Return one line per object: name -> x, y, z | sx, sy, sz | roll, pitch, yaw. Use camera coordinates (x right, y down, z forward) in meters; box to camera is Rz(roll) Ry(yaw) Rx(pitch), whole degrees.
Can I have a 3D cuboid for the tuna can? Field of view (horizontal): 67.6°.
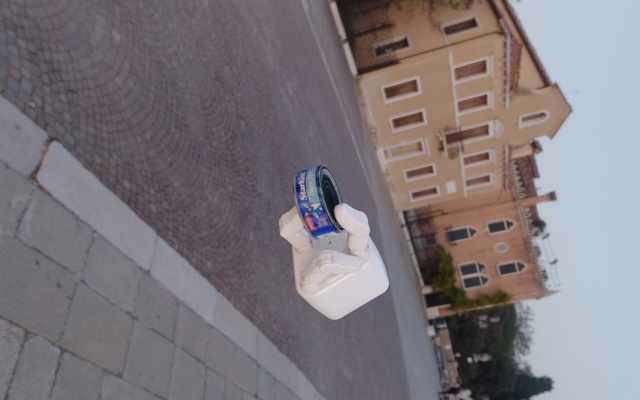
tuna can -> 0.001, 0.002, 0.572 | 0.034, 0.086, 0.086 | -17, -5, 16
